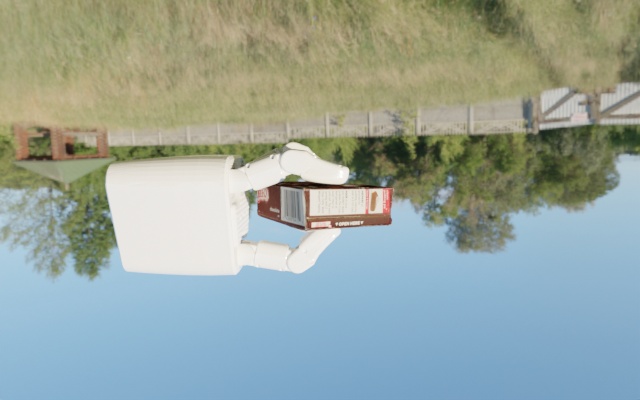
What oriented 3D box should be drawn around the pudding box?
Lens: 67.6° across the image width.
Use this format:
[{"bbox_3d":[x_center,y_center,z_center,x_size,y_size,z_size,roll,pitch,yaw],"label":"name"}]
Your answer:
[{"bbox_3d":[0.000,0.002,0.450,0.090,0.039,0.113,-3,8,-28],"label":"pudding box"}]
